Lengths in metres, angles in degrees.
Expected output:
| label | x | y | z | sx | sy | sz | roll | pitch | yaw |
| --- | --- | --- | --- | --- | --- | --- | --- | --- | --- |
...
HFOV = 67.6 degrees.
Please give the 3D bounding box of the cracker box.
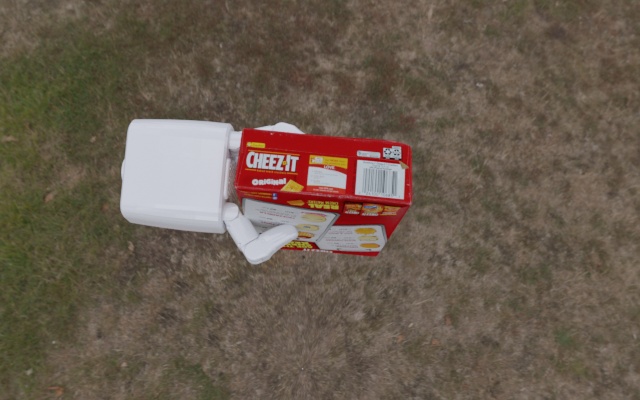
| label | x | y | z | sx | sy | sz | roll | pitch | yaw |
| --- | --- | --- | --- | --- | --- | --- | --- | --- | --- |
| cracker box | 0.000 | 0.002 | 0.537 | 0.164 | 0.072 | 0.214 | 5 | -19 | -1 |
